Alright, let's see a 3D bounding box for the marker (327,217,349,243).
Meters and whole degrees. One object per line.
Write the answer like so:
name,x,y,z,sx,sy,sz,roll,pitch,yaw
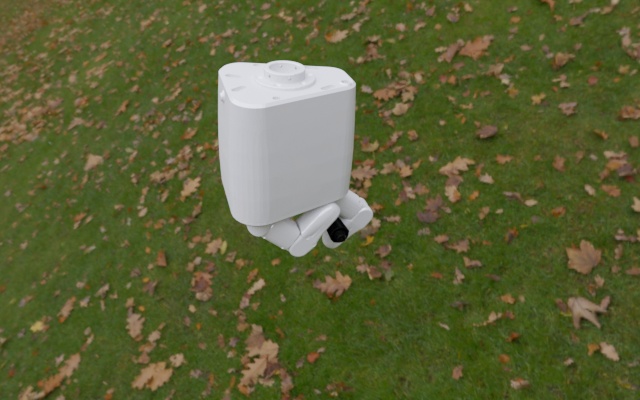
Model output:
marker,0.000,0.002,0.483,0.020,0.020,0.121,0,34,-23
